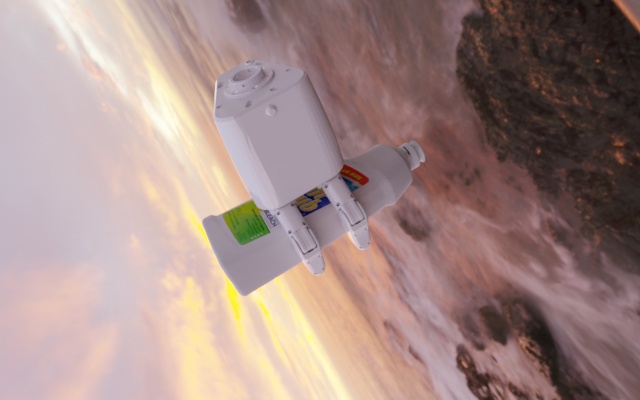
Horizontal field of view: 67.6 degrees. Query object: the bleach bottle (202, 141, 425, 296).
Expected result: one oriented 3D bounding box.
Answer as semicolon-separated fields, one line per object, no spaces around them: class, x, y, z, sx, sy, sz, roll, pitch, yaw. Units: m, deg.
bleach bottle;0.000;0.002;0.532;0.251;0.068;0.102;-30;40;-8
